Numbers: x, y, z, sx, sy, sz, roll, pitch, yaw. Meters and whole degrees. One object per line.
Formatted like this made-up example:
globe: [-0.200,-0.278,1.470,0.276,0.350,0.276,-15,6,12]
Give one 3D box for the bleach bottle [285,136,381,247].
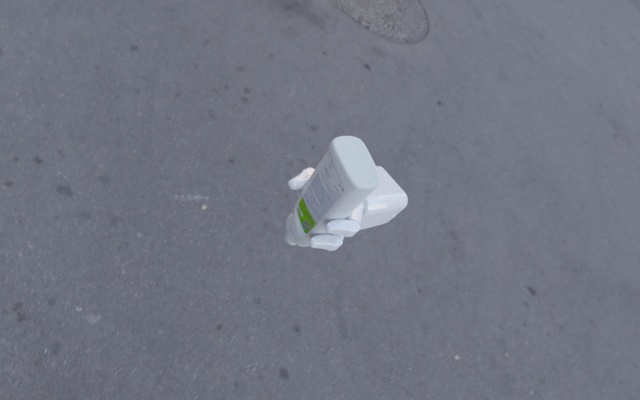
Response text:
bleach bottle: [0.000,0.003,0.826,0.068,0.102,0.251,-8,-26,-36]
